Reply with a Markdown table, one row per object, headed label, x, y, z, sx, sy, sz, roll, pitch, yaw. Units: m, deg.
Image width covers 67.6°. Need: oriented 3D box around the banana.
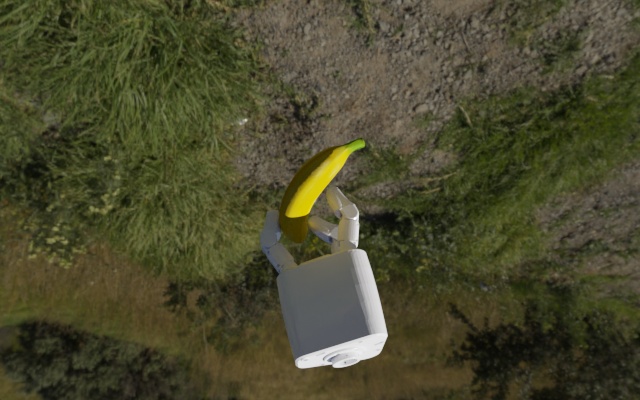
| label | x | y | z | sx | sy | sz | roll | pitch | yaw |
| --- | --- | --- | --- | --- | --- | --- | --- | --- | --- |
| banana | -0.015 | -0.001 | 0.587 | 0.069 | 0.037 | 0.198 | 3 | -38 | -29 |
